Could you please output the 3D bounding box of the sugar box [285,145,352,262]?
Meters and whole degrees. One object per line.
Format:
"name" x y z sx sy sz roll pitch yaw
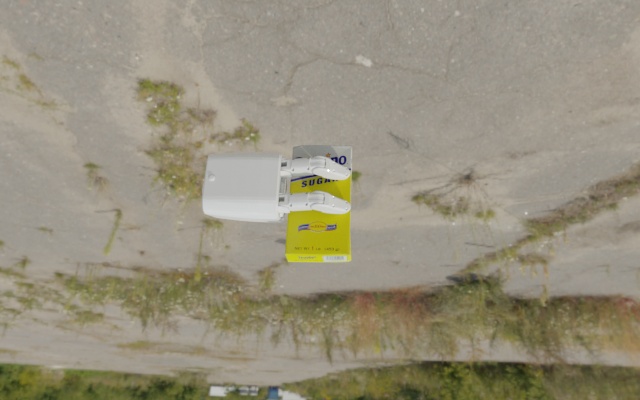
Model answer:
"sugar box" 0.000 0.002 0.708 0.093 0.176 0.048 0 -22 3
